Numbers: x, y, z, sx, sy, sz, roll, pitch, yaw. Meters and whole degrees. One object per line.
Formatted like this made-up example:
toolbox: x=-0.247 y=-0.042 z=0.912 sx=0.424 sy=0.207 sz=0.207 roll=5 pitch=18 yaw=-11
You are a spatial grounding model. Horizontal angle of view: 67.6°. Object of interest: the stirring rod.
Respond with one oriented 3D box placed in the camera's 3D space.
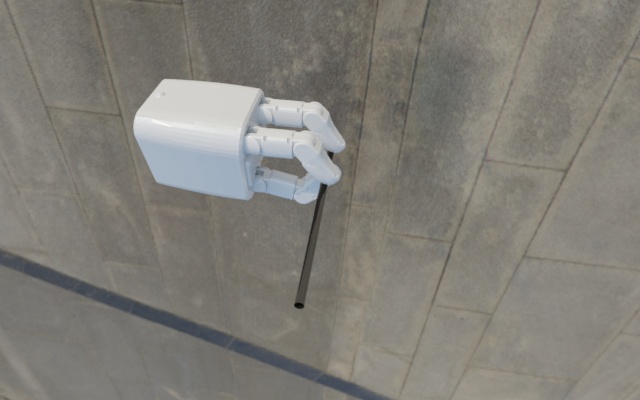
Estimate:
stirring rod: x=0.000 y=0.001 z=0.453 sx=0.011 sy=0.011 sz=0.239 roll=0 pitch=41 yaw=10
